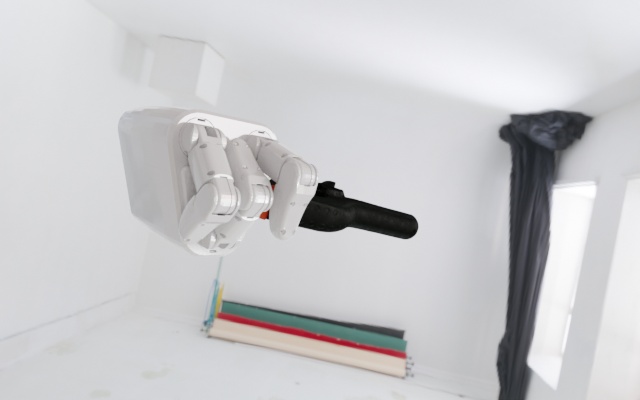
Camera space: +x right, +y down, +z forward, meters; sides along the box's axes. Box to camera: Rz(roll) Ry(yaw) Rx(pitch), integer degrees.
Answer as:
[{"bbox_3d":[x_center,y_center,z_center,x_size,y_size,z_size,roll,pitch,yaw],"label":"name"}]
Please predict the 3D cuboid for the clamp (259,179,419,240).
[{"bbox_3d":[0.000,0.002,0.439,0.171,0.039,0.120,12,6,-46],"label":"clamp"}]
